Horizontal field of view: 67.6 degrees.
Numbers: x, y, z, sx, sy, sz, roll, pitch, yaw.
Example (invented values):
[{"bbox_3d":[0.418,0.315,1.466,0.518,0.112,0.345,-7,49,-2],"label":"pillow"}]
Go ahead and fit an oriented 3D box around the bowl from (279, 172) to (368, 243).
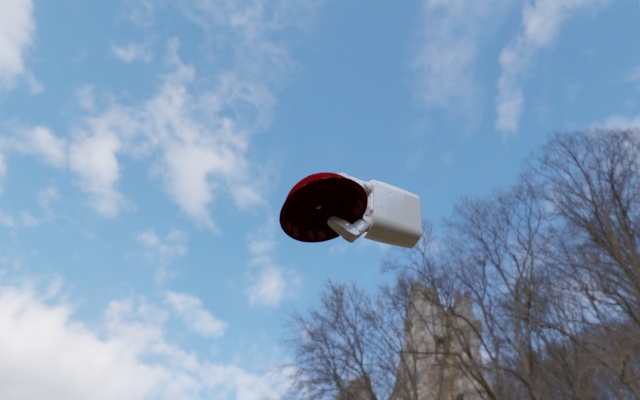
[{"bbox_3d":[-0.001,0.002,0.854,0.162,0.162,0.055,0,44,-22],"label":"bowl"}]
